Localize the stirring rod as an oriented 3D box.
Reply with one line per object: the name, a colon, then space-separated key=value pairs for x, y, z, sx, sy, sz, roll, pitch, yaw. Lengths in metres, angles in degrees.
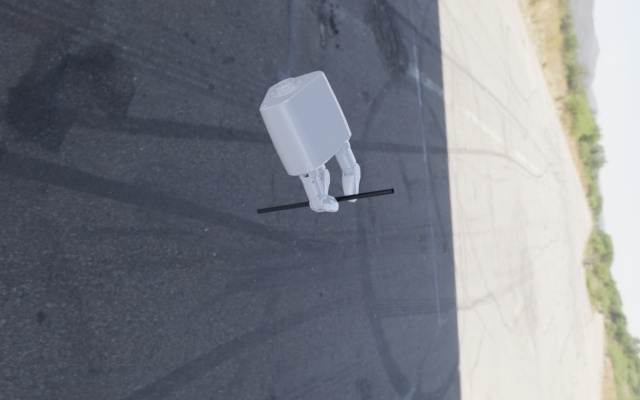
stirring rod: x=0.000 y=0.002 z=0.742 sx=0.239 sy=0.011 sz=0.011 roll=-9 pitch=-4 yaw=29
